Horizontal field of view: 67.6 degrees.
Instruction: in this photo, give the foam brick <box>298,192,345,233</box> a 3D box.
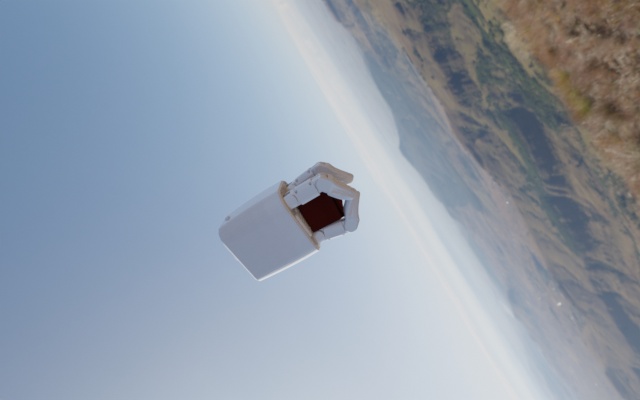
[{"bbox_3d":[0.000,0.002,0.704,0.051,0.053,0.078,-28,14,9],"label":"foam brick"}]
